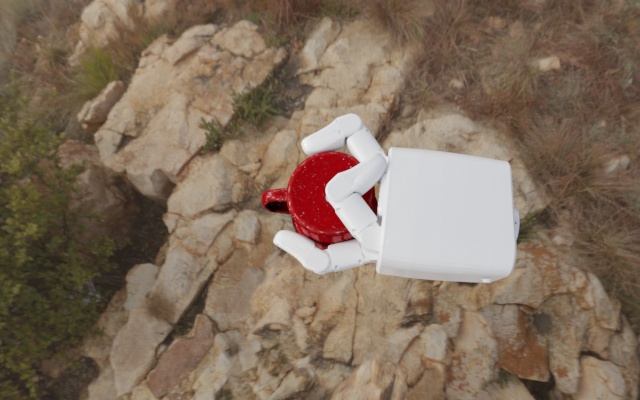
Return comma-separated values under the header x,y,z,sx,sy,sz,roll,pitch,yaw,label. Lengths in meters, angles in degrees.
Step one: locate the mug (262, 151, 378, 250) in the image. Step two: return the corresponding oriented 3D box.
x,y,z,sx,sy,sz,roll,pitch,yaw,label
-0.001,0.001,0.468,0.117,0.093,0.081,5,-15,6,mug
